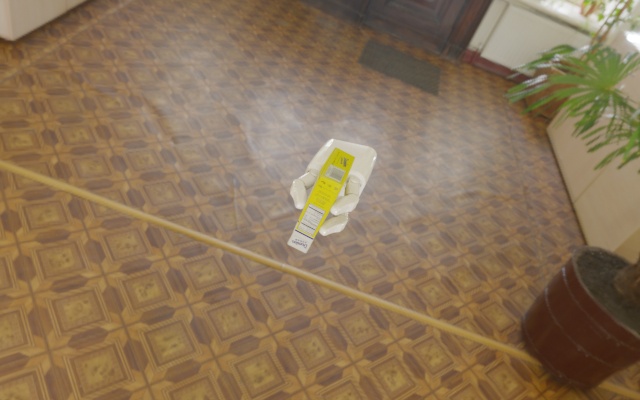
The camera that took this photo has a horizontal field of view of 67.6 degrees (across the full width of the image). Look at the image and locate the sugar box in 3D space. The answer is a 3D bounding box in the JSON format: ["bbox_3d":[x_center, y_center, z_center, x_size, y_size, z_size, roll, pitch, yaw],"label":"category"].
[{"bbox_3d":[0.001,0.003,0.838,0.048,0.176,0.093,25,41,3],"label":"sugar box"}]
